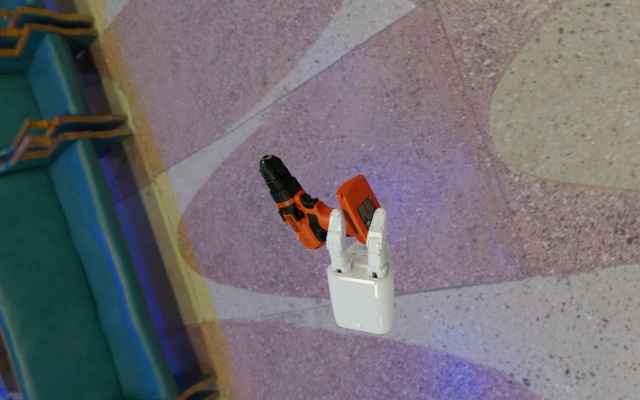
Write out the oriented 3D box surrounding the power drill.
[{"bbox_3d":[0.001,0.003,0.741,0.187,0.184,0.057,1,40,50],"label":"power drill"}]
